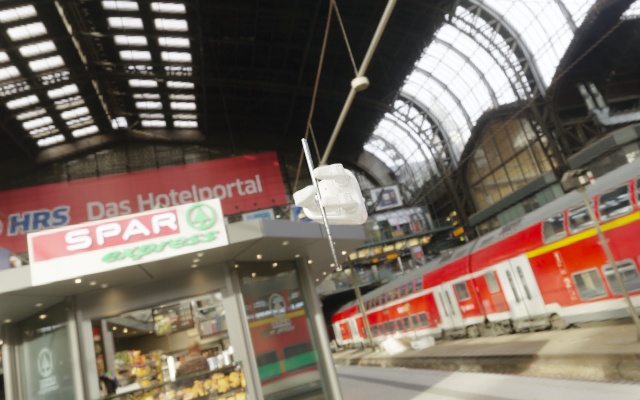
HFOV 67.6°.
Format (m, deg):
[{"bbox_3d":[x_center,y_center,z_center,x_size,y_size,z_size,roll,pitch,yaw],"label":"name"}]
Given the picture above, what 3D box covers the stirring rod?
[{"bbox_3d":[0.000,0.003,0.830,0.011,0.239,0.011,-14,-15,-4],"label":"stirring rod"}]
